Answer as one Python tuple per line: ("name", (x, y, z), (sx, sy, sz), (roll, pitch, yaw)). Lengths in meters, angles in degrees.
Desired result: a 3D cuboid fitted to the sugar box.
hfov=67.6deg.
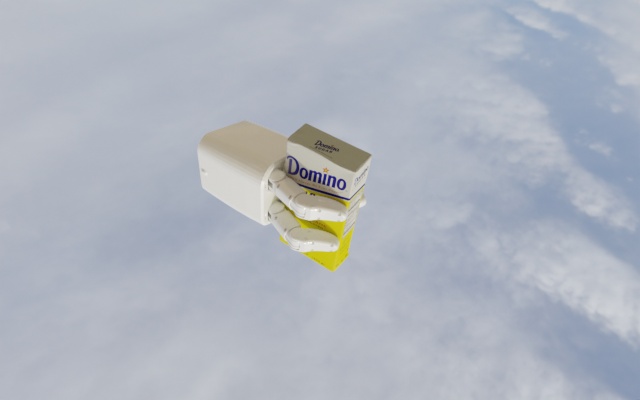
("sugar box", (0.000, 0.002, 0.588), (0.093, 0.176, 0.048), (28, 49, 20))
